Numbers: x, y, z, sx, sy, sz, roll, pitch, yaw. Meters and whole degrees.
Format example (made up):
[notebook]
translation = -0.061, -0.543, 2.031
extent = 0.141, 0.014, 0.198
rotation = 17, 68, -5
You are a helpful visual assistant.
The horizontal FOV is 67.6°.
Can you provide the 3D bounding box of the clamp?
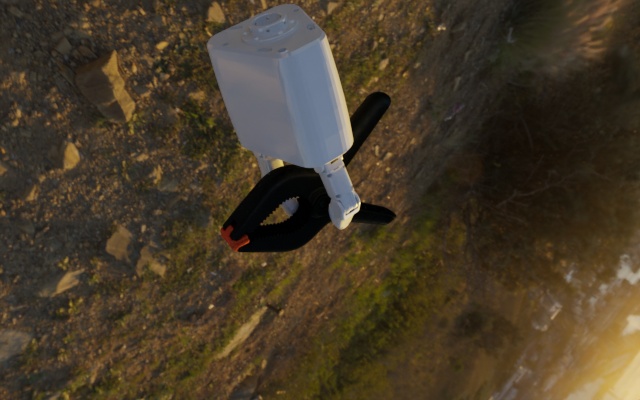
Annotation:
[clamp]
translation = 0.000, 0.002, 0.497
extent = 0.210, 0.165, 0.036
rotation = -32, 41, -18
